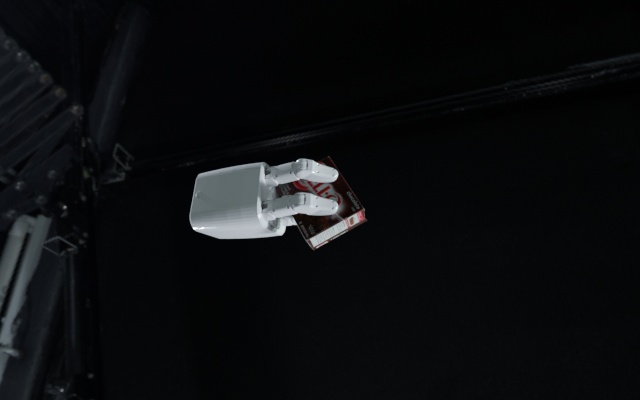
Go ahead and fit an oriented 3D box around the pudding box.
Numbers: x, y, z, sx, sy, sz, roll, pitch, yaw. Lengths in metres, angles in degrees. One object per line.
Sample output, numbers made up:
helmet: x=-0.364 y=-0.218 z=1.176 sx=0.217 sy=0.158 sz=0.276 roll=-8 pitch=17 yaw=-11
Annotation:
pudding box: x=0.000 y=0.002 z=0.678 sx=0.090 sy=0.113 sz=0.039 roll=-29 pitch=-33 yaw=-3
